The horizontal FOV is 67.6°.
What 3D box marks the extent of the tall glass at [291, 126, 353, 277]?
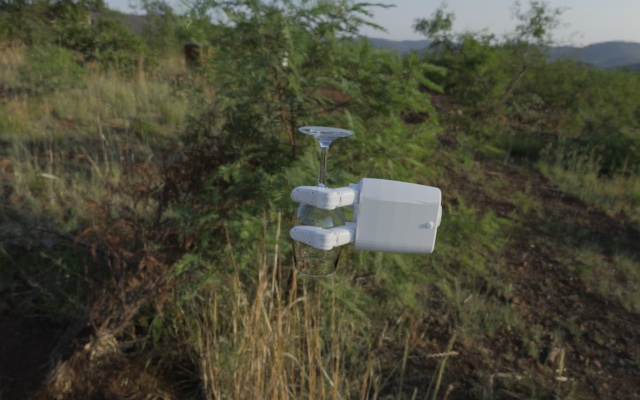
[{"bbox_3d":[0.000,0.001,0.666,0.079,0.201,0.079,4,16,-1],"label":"tall glass"}]
